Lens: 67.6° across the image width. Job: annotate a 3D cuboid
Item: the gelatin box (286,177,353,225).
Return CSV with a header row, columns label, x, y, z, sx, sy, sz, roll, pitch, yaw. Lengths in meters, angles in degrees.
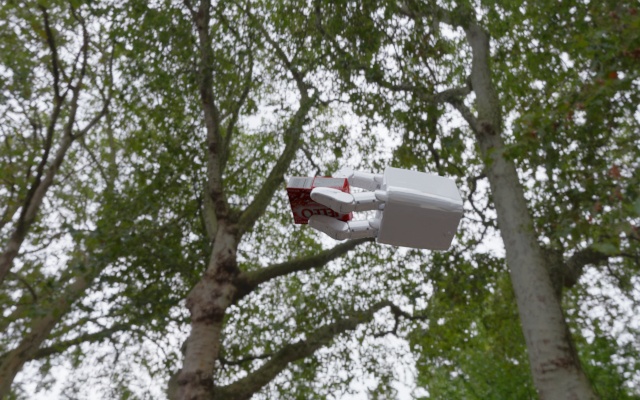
label,x,y,z,sx,sy,sz,roll,pitch,yaw
gelatin box,0.000,0.002,0.699,0.089,0.073,0.030,2,42,15
